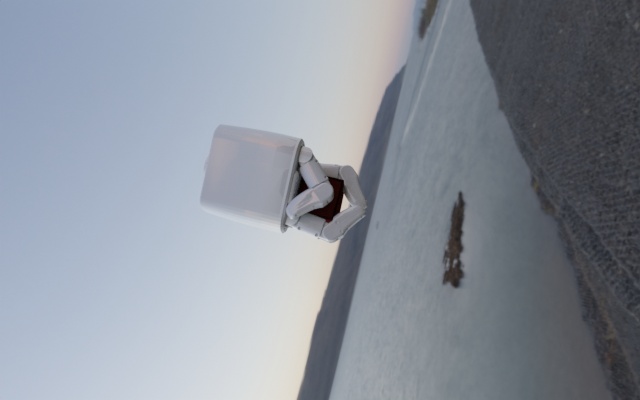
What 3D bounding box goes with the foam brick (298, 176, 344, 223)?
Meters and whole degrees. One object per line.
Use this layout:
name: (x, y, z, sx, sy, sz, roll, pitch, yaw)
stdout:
foam brick: (0.000, 0.002, 0.612, 0.051, 0.053, 0.078, 13, -14, 6)
